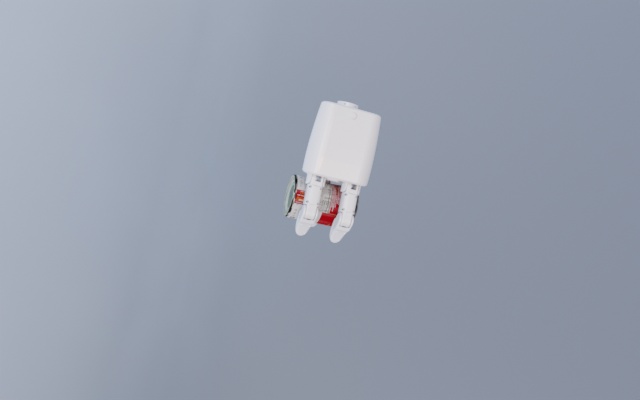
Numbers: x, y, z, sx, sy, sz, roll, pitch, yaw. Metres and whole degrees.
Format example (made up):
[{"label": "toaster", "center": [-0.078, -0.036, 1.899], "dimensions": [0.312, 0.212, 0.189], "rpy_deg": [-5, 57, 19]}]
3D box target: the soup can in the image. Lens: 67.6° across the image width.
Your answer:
[{"label": "soup can", "center": [0.000, 0.003, 0.739], "dimensions": [0.102, 0.068, 0.068], "rpy_deg": [13, -3, -14]}]
